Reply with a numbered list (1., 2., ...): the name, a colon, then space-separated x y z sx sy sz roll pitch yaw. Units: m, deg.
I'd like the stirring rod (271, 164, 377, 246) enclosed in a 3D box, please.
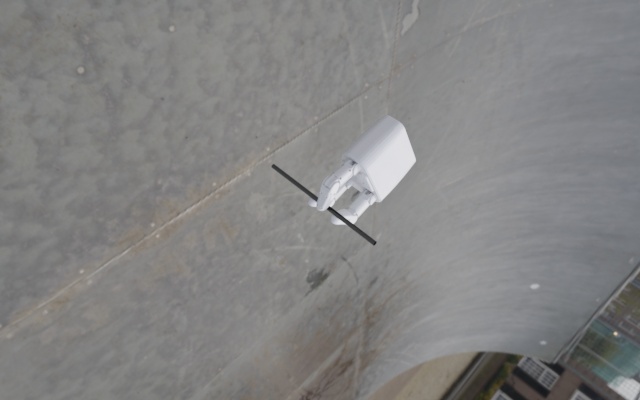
1. stirring rod: 0.000 0.002 0.800 0.239 0.011 0.011 37 19 27
